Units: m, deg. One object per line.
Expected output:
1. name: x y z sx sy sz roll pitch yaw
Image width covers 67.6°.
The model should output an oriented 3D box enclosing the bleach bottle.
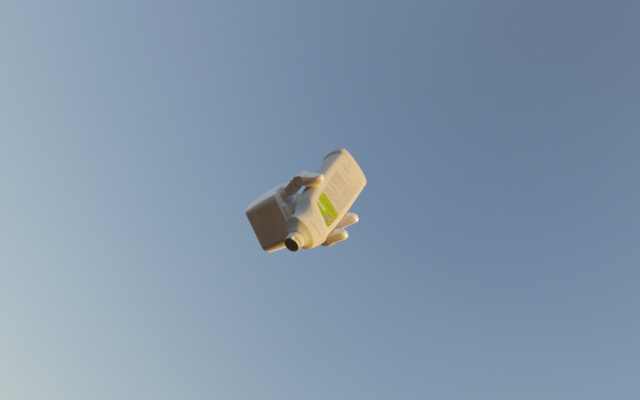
1. bleach bottle: 0.000 0.003 0.895 0.068 0.102 0.250 -26 16 40
